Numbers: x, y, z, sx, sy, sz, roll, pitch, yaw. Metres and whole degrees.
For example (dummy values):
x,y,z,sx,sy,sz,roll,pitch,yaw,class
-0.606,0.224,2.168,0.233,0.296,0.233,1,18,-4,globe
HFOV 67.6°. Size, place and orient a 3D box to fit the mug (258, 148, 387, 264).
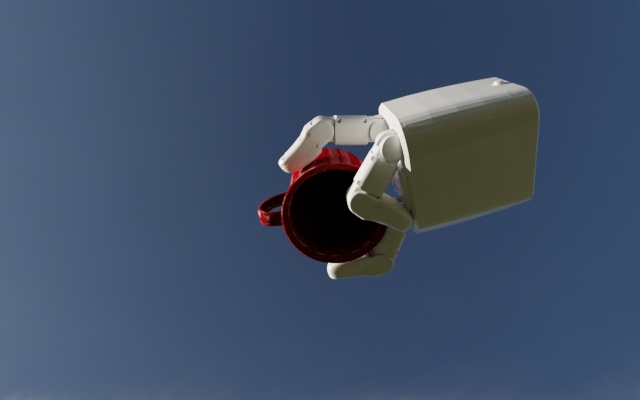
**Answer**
x,y,z,sx,sy,sz,roll,pitch,yaw,class
-0.001,0.002,0.446,0.117,0.093,0.081,-12,20,2,mug
